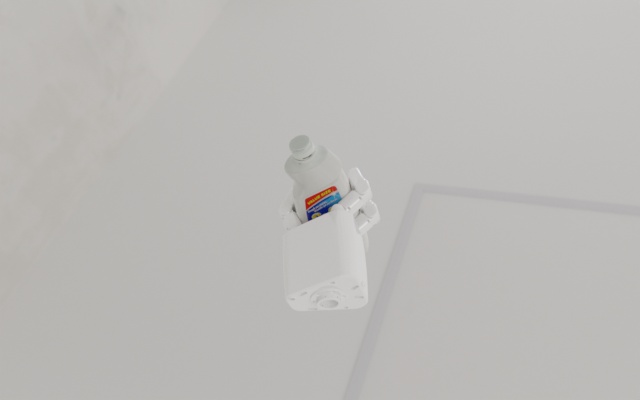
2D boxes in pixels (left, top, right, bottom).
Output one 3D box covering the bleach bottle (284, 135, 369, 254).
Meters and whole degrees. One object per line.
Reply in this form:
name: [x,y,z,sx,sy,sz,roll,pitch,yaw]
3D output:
bleach bottle: [0.000,0.002,0.718,0.102,0.068,0.251,-14,-41,11]
